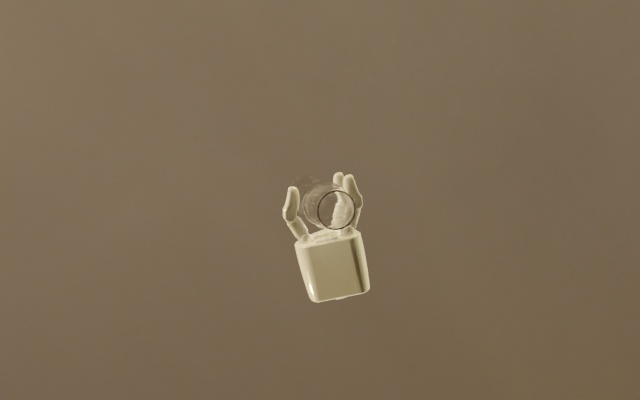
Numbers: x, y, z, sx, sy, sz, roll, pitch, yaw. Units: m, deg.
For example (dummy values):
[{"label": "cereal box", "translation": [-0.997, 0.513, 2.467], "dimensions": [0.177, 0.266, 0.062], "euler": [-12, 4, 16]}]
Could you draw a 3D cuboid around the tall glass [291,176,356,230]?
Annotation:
[{"label": "tall glass", "translation": [0.000, 0.002, 0.827], "dimensions": [0.079, 0.079, 0.201], "euler": [0, 7, -14]}]
